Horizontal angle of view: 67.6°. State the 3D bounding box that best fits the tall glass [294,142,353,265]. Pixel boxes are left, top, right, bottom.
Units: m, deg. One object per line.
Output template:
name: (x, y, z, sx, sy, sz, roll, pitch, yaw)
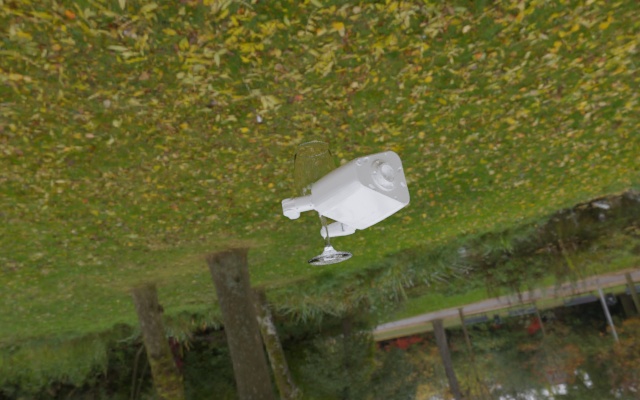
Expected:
tall glass: (0.000, 0.003, 0.810, 0.079, 0.201, 0.079, -9, -19, -3)
